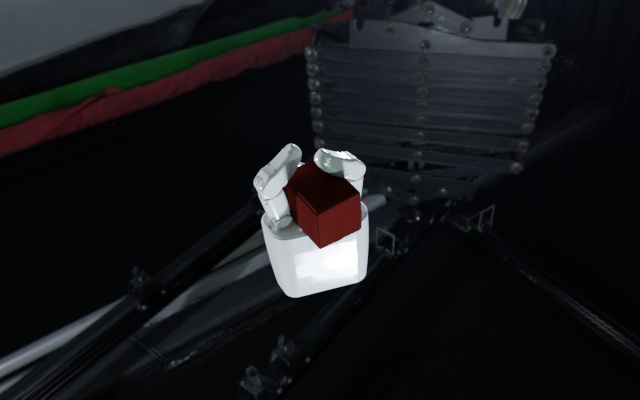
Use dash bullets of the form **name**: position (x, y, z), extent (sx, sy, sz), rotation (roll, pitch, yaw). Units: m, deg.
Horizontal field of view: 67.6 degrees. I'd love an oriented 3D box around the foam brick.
- **foam brick**: position (0.000, 0.002, 0.494), extent (0.053, 0.051, 0.078), rotation (-24, 43, -20)
